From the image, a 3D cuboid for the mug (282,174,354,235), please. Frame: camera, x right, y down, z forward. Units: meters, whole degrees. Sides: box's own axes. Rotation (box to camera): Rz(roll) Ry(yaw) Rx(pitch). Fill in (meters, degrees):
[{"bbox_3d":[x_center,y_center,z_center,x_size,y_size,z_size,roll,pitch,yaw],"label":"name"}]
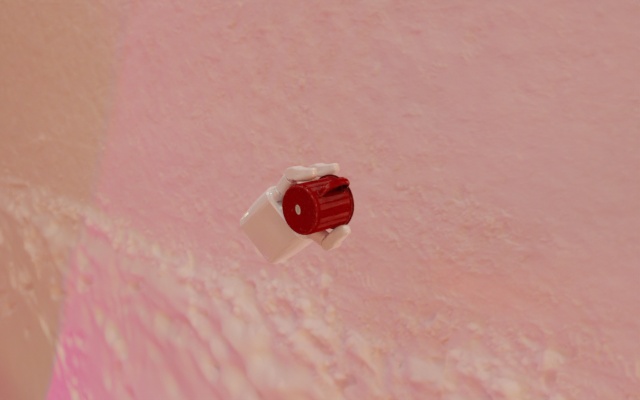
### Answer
[{"bbox_3d":[0.001,0.002,0.755,0.081,0.093,0.117,-13,-22,-47],"label":"mug"}]
